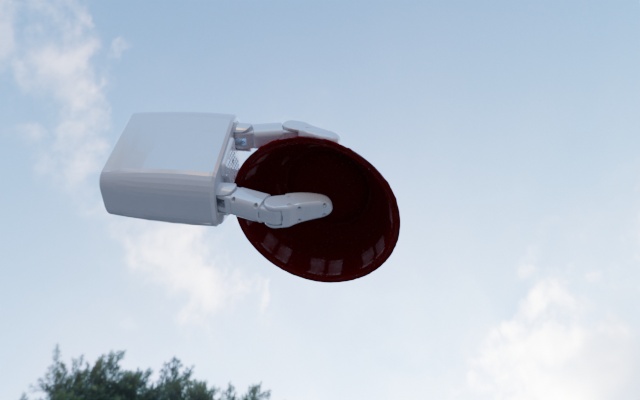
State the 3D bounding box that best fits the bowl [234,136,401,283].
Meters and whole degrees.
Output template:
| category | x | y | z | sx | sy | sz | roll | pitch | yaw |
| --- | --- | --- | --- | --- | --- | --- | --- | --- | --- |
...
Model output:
| category | x | y | z | sx | sy | sz | roll | pitch | yaw |
| --- | --- | --- | --- | --- | --- | --- | --- | --- | --- |
| bowl | 0.001 | 0.002 | 0.463 | 0.162 | 0.162 | 0.055 | 0 | 32 | 18 |
